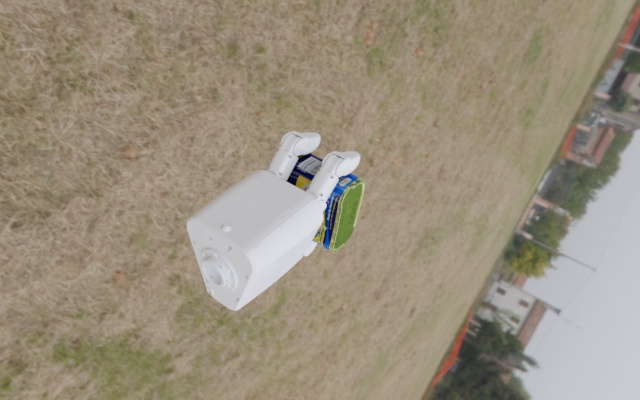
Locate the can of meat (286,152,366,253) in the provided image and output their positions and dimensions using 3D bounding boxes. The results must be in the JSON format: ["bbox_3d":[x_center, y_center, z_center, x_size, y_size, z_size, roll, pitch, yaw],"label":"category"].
[{"bbox_3d":[0.000,0.002,0.573,0.084,0.102,0.057,29,40,24],"label":"can of meat"}]
